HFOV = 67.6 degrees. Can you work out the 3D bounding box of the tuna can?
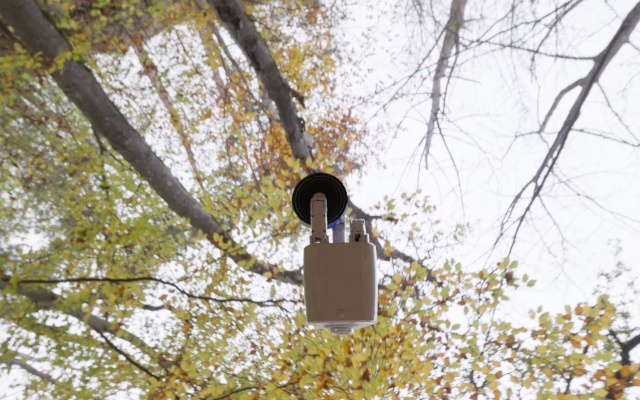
[{"bbox_3d":[0.000,0.003,0.736,0.086,0.086,0.034,0,-18,6],"label":"tuna can"}]
